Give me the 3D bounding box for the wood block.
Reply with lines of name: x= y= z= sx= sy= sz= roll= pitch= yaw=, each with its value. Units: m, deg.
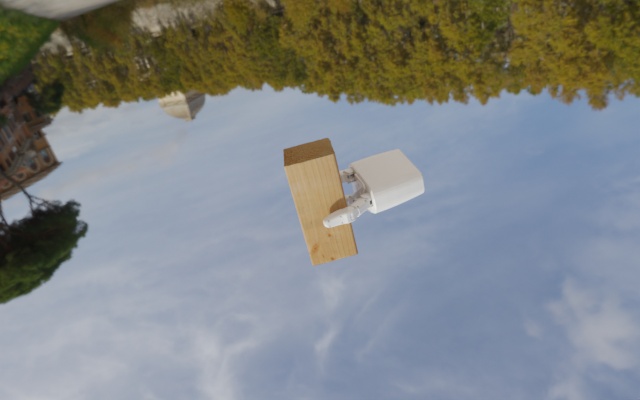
wood block: x=0.001 y=0.003 z=0.880 sx=0.090 sy=0.206 sz=0.090 roll=-15 pitch=26 yaw=0
